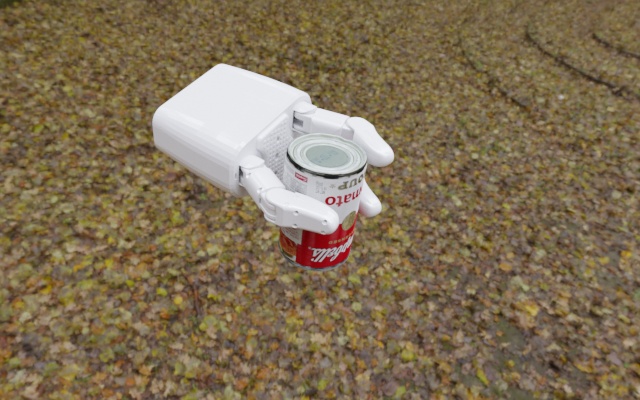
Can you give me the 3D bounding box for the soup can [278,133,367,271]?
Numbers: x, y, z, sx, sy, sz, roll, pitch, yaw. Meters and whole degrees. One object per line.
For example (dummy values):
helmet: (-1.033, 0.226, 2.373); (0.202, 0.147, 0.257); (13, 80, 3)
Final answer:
soup can: (0.000, 0.001, 0.414); (0.068, 0.102, 0.068); (5, 36, -4)
